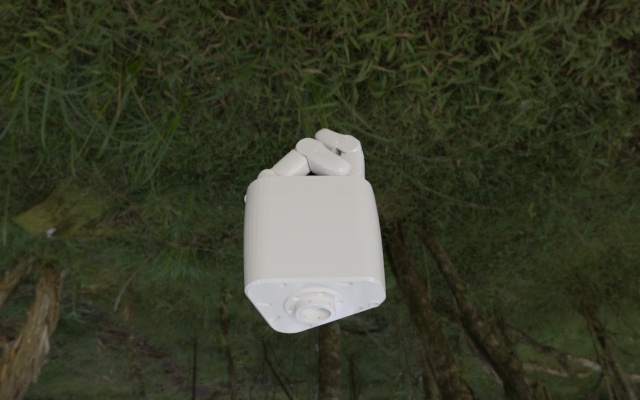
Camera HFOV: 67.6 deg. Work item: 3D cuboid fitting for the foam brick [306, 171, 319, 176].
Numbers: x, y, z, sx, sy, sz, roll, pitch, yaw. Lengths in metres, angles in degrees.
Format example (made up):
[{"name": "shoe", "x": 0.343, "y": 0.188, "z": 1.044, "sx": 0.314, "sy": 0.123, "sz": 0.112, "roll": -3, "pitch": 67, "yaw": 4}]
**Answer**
[{"name": "foam brick", "x": 0.000, "y": 0.002, "z": 0.502, "sx": 0.053, "sy": 0.051, "sz": 0.078, "roll": -12, "pitch": -41, "yaw": 9}]
